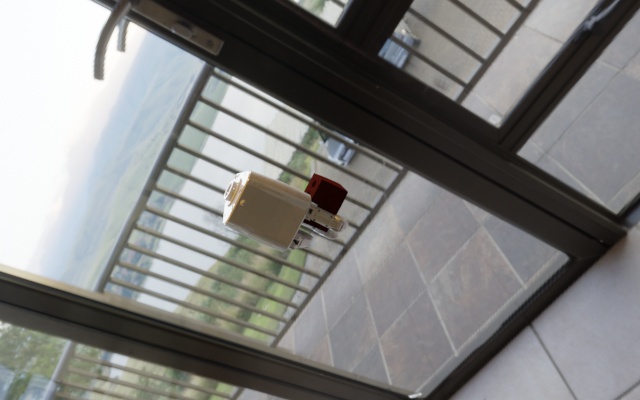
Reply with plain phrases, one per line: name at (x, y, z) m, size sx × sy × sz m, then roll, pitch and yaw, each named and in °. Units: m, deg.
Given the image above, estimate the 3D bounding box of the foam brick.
foam brick at (0.000, 0.002, 0.779) m, size 0.051 × 0.078 × 0.053 m, roll 25°, pitch 7°, yaw -20°
